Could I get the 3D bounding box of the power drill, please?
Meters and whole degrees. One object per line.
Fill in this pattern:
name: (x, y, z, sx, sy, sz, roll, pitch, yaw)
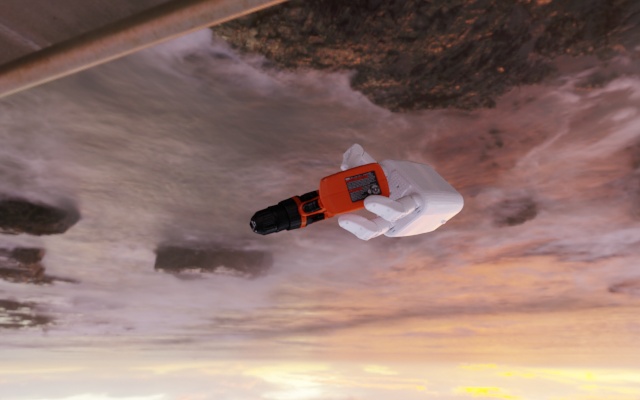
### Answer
power drill: (0.001, 0.002, 0.709, 0.184, 0.057, 0.188, -19, -1, -26)
